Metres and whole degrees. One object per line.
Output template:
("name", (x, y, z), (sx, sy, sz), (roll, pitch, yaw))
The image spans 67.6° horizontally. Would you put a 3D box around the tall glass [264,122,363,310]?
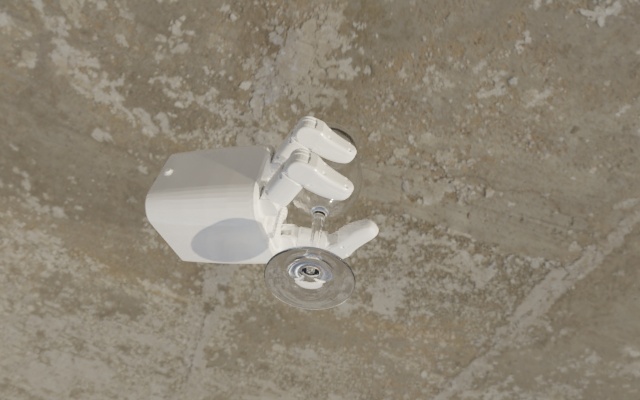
("tall glass", (0.000, 0.002, 0.458), (0.079, 0.079, 0.200), (0, 39, 7))
